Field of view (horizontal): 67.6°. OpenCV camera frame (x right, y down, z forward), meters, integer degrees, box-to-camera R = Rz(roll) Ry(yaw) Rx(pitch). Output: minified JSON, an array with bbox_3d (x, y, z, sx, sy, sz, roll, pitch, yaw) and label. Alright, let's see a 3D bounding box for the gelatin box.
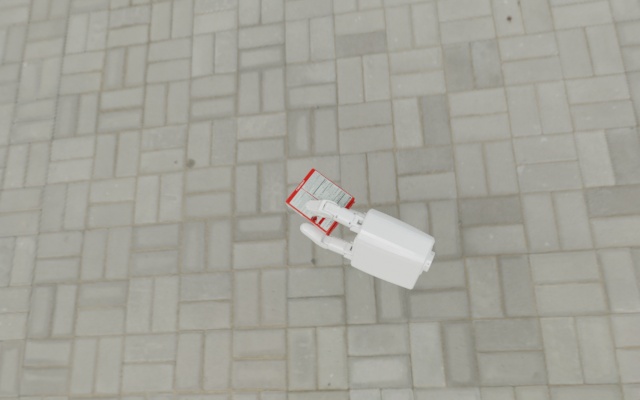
[{"bbox_3d":[0.000,0.002,0.772,0.089,0.073,0.030,36,-8,12],"label":"gelatin box"}]
